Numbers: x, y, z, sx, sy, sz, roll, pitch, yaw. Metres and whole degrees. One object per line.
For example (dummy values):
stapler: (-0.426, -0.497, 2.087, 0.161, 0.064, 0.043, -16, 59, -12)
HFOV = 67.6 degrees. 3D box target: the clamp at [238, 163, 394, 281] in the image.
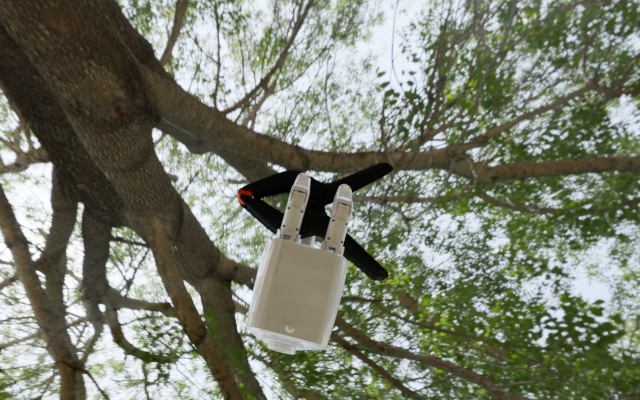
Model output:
clamp: (-0.001, 0.002, 0.623, 0.210, 0.164, 0.036, 16, -25, -4)
